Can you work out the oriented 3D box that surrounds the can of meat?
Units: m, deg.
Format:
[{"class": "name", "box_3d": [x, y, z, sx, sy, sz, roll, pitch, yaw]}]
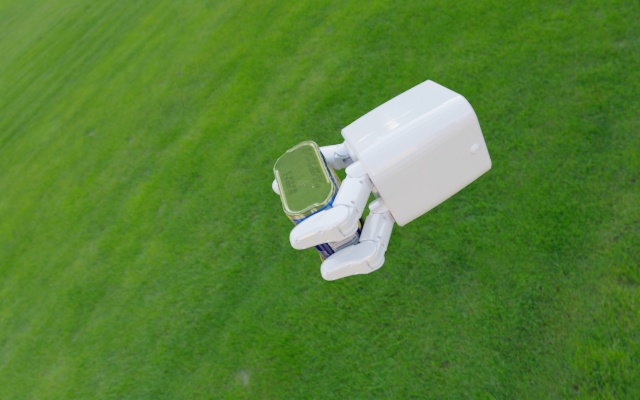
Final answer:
[{"class": "can of meat", "box_3d": [0.000, 0.001, 0.476, 0.057, 0.102, 0.084, -29, -48, 8]}]
